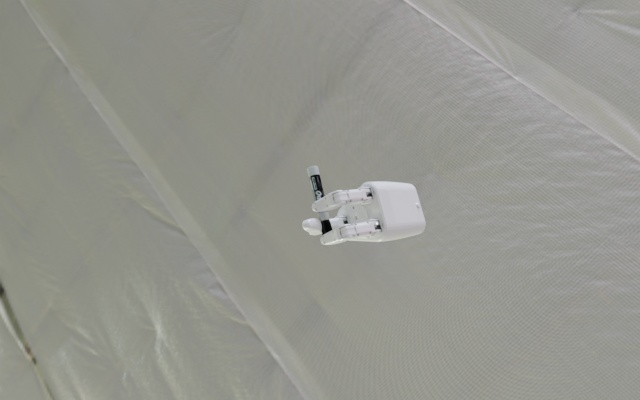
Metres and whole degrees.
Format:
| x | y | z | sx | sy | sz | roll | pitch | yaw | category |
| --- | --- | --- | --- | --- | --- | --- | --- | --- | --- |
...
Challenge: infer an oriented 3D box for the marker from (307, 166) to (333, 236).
| x | y | z | sx | sy | sz | roll | pitch | yaw | category |
| --- | --- | --- | --- | --- | --- | --- | --- | --- | --- |
| 0.000 | 0.003 | 0.784 | 0.020 | 0.121 | 0.020 | -13 | -12 | -3 | marker |
